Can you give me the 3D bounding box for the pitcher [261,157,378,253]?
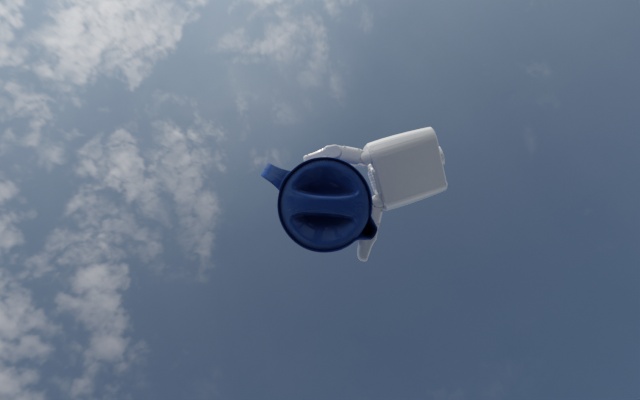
[{"bbox_3d":[0.000,0.003,0.776,0.145,0.149,0.243,-16,-2,1],"label":"pitcher"}]
